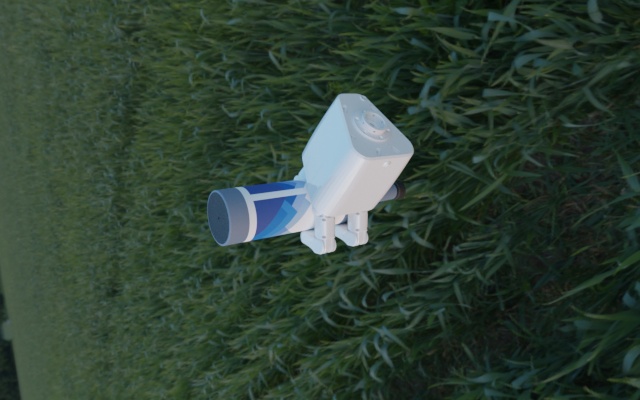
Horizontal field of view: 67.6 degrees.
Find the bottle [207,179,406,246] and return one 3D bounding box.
[{"bbox_3d":[0.000,0.002,0.642,0.295,0.069,0.069,-9,5,-34],"label":"bottle"}]
